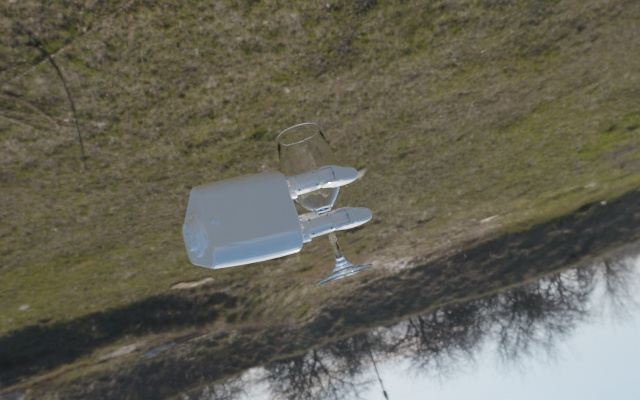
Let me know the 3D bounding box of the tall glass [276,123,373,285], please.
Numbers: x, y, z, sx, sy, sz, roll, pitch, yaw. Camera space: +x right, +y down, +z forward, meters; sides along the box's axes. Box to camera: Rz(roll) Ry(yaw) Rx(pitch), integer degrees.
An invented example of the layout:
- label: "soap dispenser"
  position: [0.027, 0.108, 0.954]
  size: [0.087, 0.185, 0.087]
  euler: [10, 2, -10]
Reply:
- label: "tall glass"
  position: [0.000, 0.003, 0.623]
  size: [0.079, 0.201, 0.079]
  euler: [-17, -13, -4]
